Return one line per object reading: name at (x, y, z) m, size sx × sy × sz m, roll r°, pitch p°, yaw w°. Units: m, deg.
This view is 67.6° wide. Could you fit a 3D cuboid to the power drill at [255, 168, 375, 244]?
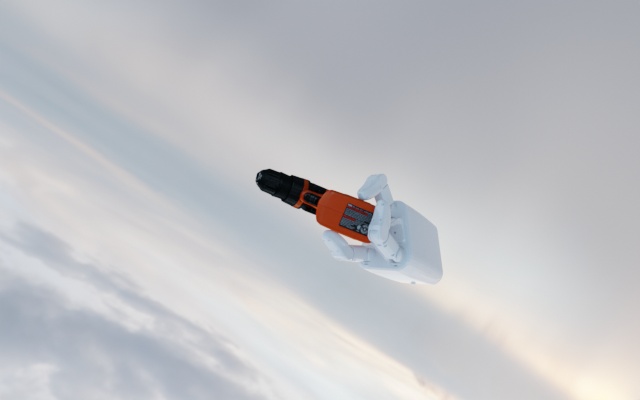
power drill at (0.000, 0.003, 0.746) m, size 0.184 × 0.057 × 0.187 m, roll 20°, pitch 4°, yaw -23°
